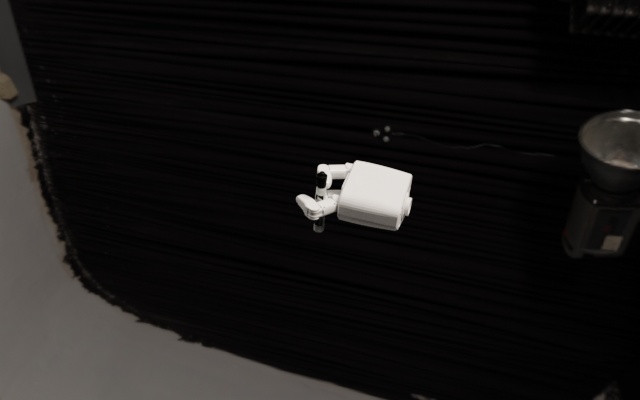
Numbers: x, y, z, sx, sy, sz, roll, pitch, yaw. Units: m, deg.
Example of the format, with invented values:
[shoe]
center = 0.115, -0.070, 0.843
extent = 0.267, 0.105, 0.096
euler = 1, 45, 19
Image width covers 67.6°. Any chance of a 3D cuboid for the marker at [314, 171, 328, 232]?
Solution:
[marker]
center = 0.000, 0.003, 0.828
extent = 0.020, 0.121, 0.020
euler = 2, 34, -2
